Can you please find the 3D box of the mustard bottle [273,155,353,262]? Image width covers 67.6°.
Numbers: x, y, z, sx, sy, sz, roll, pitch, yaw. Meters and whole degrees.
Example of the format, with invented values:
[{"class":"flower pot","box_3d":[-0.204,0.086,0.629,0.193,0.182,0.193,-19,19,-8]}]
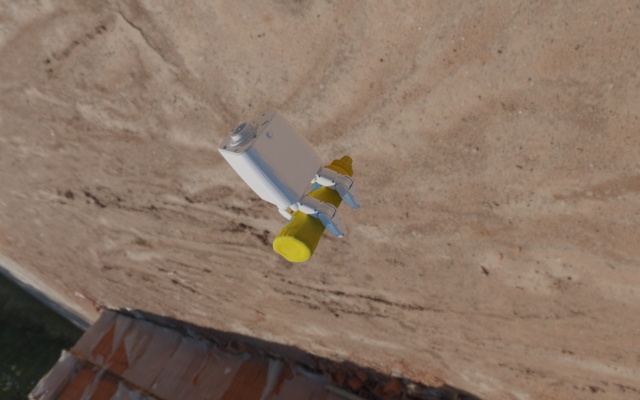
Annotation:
[{"class":"mustard bottle","box_3d":[0.000,0.003,0.746,0.058,0.191,0.096,36,-28,-8]}]
